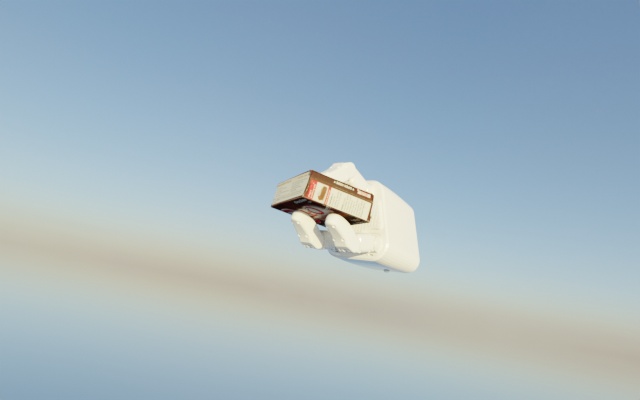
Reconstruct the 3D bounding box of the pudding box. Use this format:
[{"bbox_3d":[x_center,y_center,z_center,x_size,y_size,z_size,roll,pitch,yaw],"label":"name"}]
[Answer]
[{"bbox_3d":[0.000,0.002,0.588,0.090,0.039,0.113,20,-17,-21],"label":"pudding box"}]
